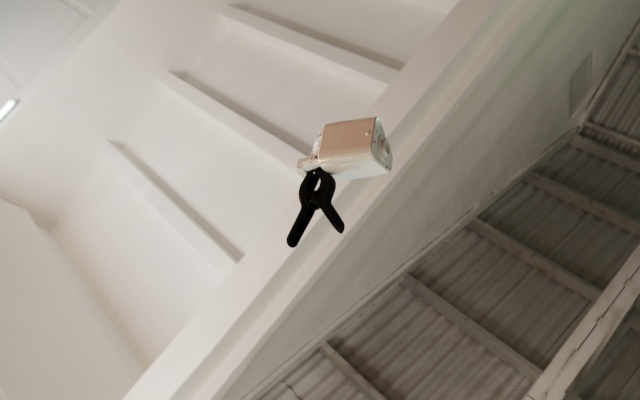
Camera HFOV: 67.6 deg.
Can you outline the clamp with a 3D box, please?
[{"bbox_3d":[0.000,0.003,0.880,0.120,0.171,0.039,-7,-30,30],"label":"clamp"}]
